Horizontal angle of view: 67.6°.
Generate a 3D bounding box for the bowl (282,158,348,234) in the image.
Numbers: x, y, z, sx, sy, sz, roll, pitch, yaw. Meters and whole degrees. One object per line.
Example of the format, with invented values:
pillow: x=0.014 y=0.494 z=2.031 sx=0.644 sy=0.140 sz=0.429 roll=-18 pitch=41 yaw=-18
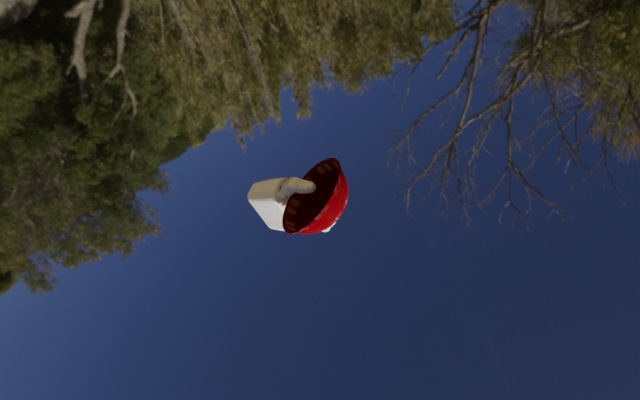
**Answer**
bowl: x=0.001 y=0.003 z=0.876 sx=0.055 sy=0.162 sz=0.162 roll=35 pitch=-16 yaw=-24
